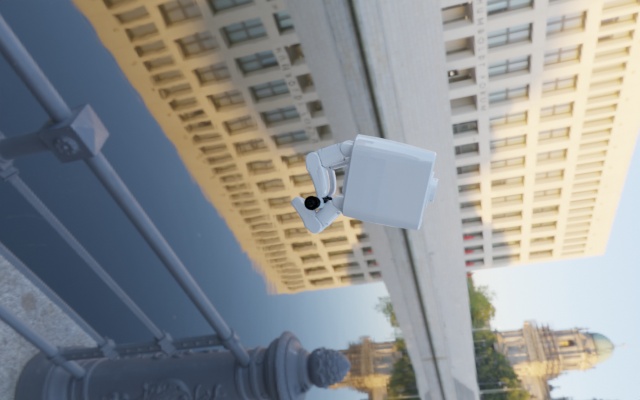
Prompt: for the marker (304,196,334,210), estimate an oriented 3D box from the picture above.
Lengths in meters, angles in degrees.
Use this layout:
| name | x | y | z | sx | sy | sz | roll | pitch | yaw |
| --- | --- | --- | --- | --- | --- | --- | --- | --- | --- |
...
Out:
| name | x | y | z | sx | sy | sz | roll | pitch | yaw |
| --- | --- | --- | --- | --- | --- | --- | --- | --- | --- |
| marker | 0.000 | 0.002 | 0.660 | 0.020 | 0.020 | 0.121 | 0 | 1 | 12 |
